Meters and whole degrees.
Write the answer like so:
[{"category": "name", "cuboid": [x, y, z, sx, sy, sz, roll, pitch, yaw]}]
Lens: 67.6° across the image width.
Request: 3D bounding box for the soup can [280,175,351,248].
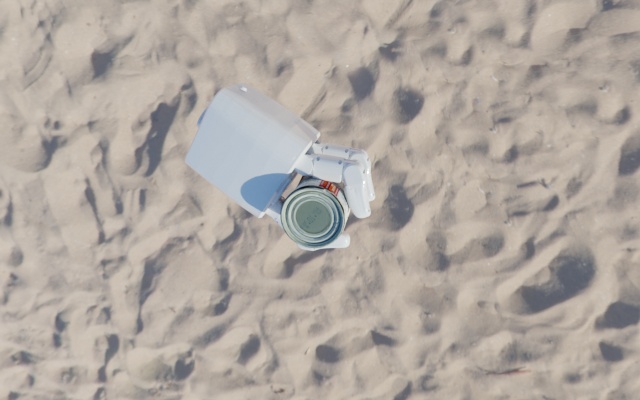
[{"category": "soup can", "cuboid": [0.000, 0.002, 0.519, 0.068, 0.068, 0.102, 0, 18, 10]}]
